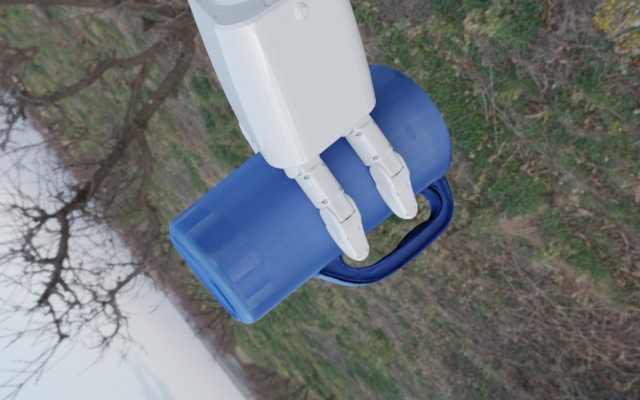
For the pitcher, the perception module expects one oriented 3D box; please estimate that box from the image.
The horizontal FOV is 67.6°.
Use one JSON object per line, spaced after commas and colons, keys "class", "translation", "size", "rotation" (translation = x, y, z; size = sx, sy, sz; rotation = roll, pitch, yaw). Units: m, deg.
{"class": "pitcher", "translation": [0.000, 0.001, 0.432], "size": [0.242, 0.145, 0.149], "rotation": [-39, 45, -20]}
